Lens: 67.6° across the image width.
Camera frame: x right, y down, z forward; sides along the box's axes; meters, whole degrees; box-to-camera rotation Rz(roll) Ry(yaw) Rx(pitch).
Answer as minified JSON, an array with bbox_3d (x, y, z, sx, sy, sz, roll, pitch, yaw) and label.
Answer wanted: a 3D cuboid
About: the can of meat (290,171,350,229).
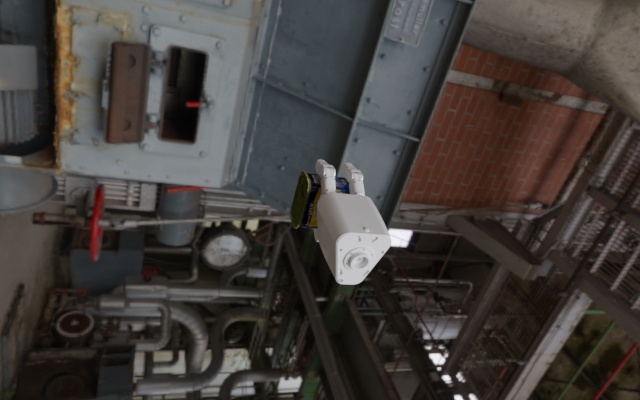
[{"bbox_3d":[0.000,0.003,0.853,0.084,0.102,0.057,6,29,-20],"label":"can of meat"}]
